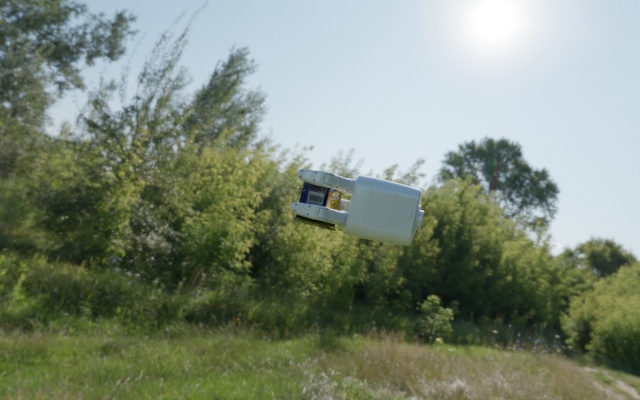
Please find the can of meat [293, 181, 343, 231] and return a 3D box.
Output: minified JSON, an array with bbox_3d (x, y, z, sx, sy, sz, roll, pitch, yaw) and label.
[{"bbox_3d":[0.000,0.002,0.810,0.057,0.084,0.102,12,-4,17],"label":"can of meat"}]
